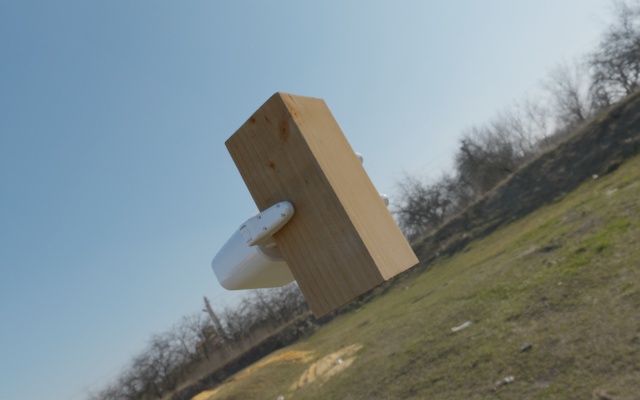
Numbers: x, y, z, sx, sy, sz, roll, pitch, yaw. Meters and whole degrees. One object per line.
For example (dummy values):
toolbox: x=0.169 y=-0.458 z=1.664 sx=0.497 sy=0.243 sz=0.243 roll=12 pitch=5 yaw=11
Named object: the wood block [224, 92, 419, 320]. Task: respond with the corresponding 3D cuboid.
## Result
wood block: x=0.000 y=0.002 z=0.493 sx=0.090 sy=0.206 sz=0.091 roll=-36 pitch=-14 yaw=31
